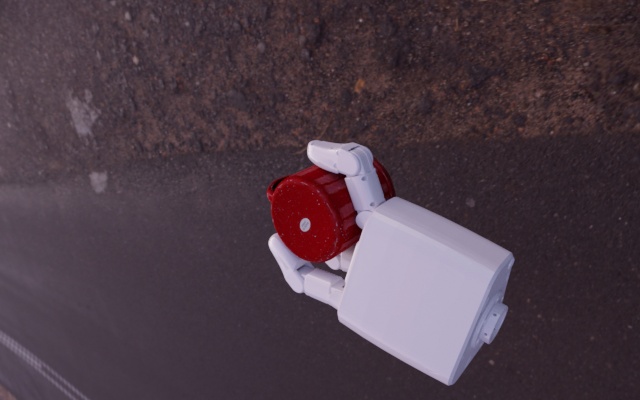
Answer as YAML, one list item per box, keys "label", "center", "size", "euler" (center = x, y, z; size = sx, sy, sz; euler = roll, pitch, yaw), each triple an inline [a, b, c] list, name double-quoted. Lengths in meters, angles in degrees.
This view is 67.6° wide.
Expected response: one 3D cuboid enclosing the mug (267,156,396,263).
- label: "mug"
  center: [-0.001, 0.001, 0.447]
  size: [0.117, 0.093, 0.081]
  euler: [24, 34, 32]
